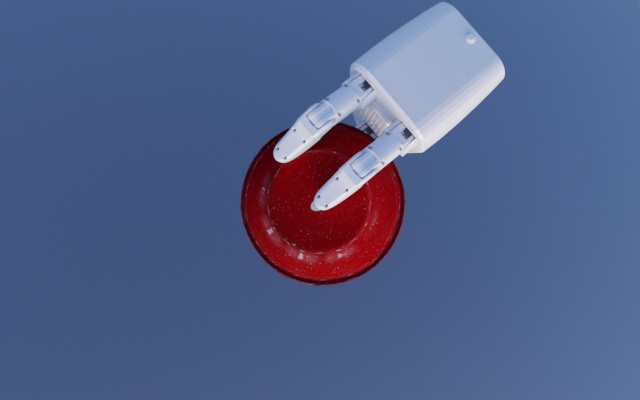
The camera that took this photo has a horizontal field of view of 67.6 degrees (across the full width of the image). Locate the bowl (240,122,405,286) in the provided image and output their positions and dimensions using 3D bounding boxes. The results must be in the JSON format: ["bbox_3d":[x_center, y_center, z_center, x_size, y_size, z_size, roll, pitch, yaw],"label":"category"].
[{"bbox_3d":[-0.001,0.003,0.443,0.162,0.162,0.055,0,-1,3],"label":"bowl"}]
